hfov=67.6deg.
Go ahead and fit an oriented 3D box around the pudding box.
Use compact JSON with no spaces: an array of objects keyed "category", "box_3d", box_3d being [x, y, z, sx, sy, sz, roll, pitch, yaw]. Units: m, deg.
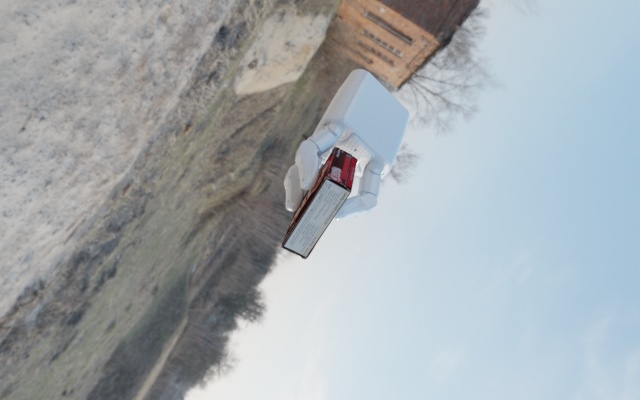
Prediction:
[{"category":"pudding box","box_3d":[0.000,0.002,0.574,0.039,0.113,0.090,28,29,-5]}]
